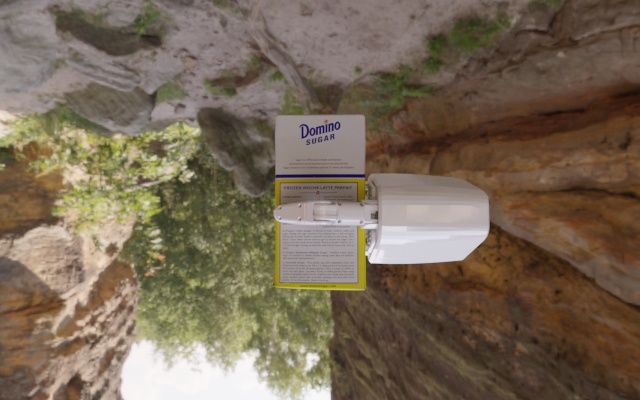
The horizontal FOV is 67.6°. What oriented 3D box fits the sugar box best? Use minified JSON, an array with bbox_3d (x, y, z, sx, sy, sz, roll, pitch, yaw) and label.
[{"bbox_3d":[0.000,0.002,0.493,0.093,0.176,0.048,1,-6,2],"label":"sugar box"}]
